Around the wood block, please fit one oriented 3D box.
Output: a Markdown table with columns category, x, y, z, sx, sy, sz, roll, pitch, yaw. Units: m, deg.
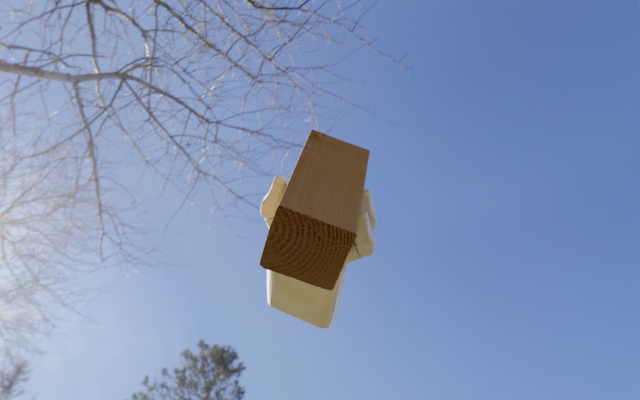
| category | x | y | z | sx | sy | sz | roll | pitch | yaw |
| --- | --- | --- | --- | --- | --- | --- | --- | --- | --- |
| wood block | 0.000 | 0.002 | 0.603 | 0.091 | 0.090 | 0.206 | 19 | 32 | -2 |
